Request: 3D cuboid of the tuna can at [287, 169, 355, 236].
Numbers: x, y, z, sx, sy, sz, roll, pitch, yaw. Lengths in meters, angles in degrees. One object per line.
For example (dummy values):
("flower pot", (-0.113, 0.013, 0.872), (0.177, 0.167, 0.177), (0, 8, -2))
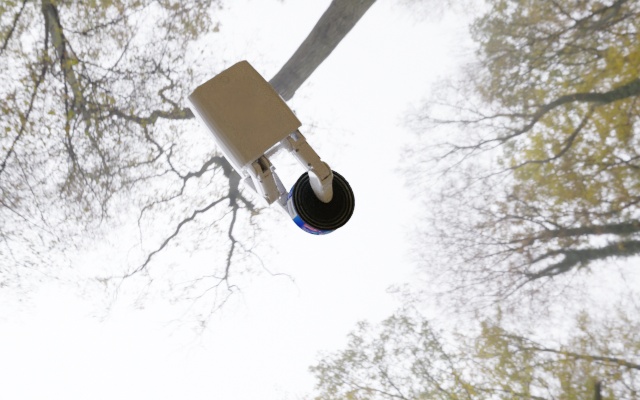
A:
("tuna can", (0.000, 0.002, 0.624), (0.086, 0.086, 0.034), (0, -17, -20))
